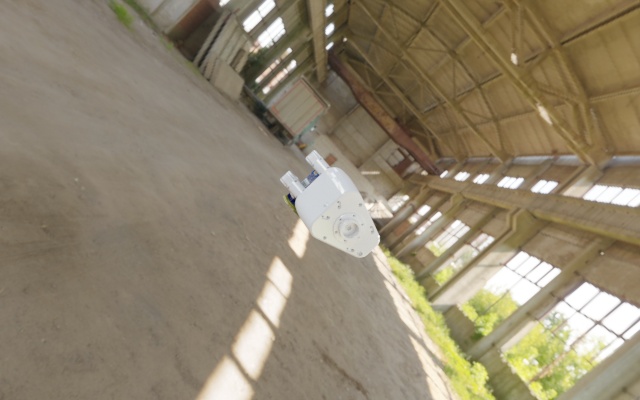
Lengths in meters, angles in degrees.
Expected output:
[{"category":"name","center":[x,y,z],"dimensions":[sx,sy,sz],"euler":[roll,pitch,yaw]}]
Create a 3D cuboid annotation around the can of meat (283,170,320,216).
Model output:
[{"category":"can of meat","center":[0.000,0.003,0.837],"dimensions":[0.102,0.084,0.057],"euler":[46,5,-22]}]
